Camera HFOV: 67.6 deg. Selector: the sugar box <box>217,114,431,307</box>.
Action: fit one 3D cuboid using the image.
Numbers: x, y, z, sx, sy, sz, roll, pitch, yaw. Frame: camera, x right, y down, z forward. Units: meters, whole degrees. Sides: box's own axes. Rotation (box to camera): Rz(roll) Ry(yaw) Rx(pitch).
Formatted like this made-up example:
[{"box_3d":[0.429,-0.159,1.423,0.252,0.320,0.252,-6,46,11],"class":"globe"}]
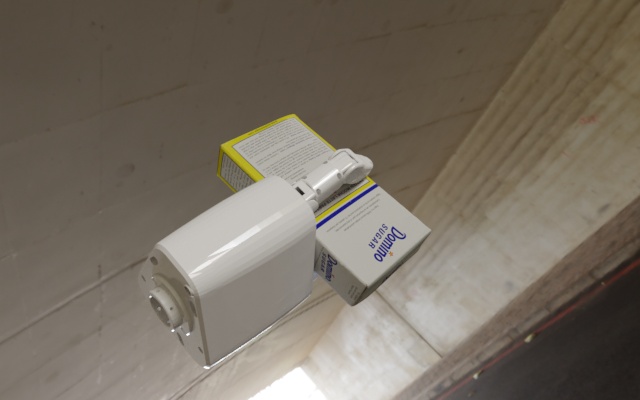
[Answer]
[{"box_3d":[0.000,0.002,0.423,0.093,0.176,0.048,-32,-22,-36],"class":"sugar box"}]
